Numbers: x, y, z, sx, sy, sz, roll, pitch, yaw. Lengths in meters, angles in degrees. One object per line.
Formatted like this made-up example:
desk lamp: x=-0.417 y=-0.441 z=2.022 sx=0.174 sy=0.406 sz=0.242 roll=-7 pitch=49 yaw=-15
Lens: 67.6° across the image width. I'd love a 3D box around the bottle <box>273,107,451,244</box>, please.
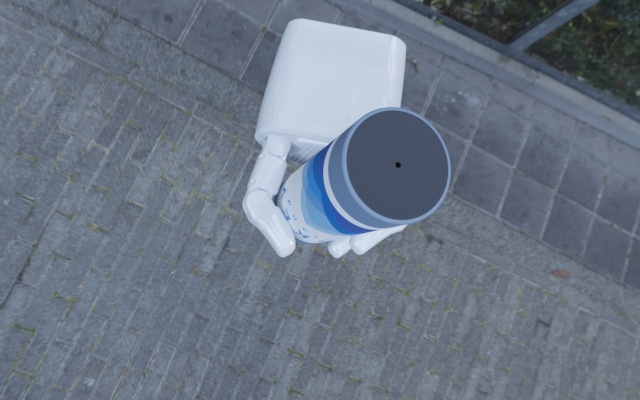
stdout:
bottle: x=0.000 y=0.001 z=0.401 sx=0.069 sy=0.069 sz=0.296 roll=0 pitch=-8 yaw=-17
